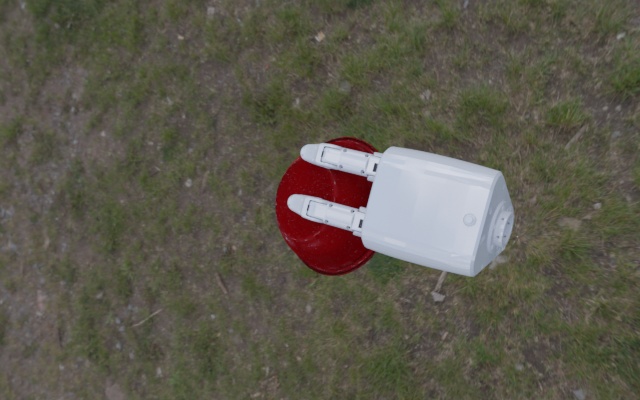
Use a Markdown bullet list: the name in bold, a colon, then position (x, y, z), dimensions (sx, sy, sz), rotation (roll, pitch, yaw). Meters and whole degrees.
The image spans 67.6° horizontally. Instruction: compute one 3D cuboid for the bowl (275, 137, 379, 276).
- **bowl**: position (-0.001, 0.002, 0.533), dimensions (0.162, 0.162, 0.055), rotation (0, -9, 43)
